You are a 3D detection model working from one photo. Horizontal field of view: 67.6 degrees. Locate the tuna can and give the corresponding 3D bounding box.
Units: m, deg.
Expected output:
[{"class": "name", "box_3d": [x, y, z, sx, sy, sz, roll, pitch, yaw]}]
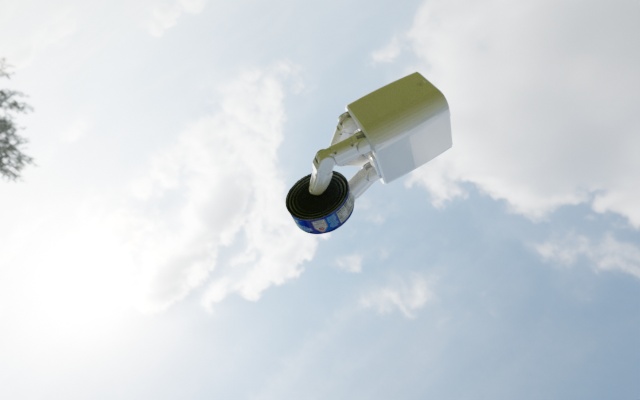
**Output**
[{"class": "tuna can", "box_3d": [0.000, 0.002, 0.619, 0.086, 0.086, 0.034, 0, -42, 25]}]
